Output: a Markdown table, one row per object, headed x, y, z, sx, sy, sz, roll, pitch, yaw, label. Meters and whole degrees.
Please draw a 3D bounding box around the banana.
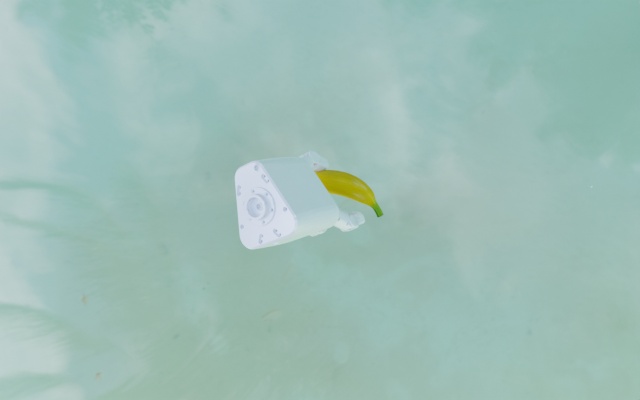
| x | y | z | sx | sy | sz | roll | pitch | yaw | label |
| --- | --- | --- | --- | --- | --- | --- | --- | --- | --- |
| 0.003 | -0.015 | 0.761 | 0.198 | 0.069 | 0.037 | 7 | 13 | 28 | banana |
